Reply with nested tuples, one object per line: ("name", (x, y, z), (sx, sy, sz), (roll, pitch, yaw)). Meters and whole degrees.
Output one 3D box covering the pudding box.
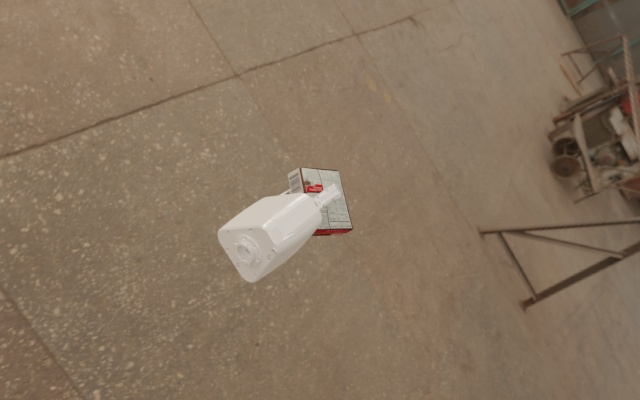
("pudding box", (0.000, 0.003, 0.795), (0.090, 0.113, 0.039), (3, -21, -41))
